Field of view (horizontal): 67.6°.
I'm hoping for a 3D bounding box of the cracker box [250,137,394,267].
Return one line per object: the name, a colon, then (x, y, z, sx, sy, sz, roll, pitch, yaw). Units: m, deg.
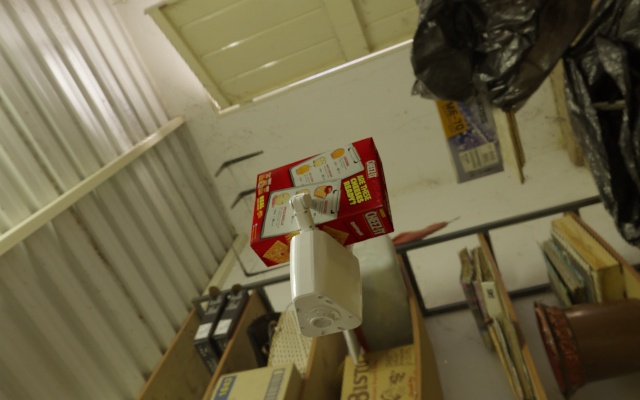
cracker box: (0.000, 0.002, 0.769, 0.214, 0.164, 0.072, -17, -47, 14)
